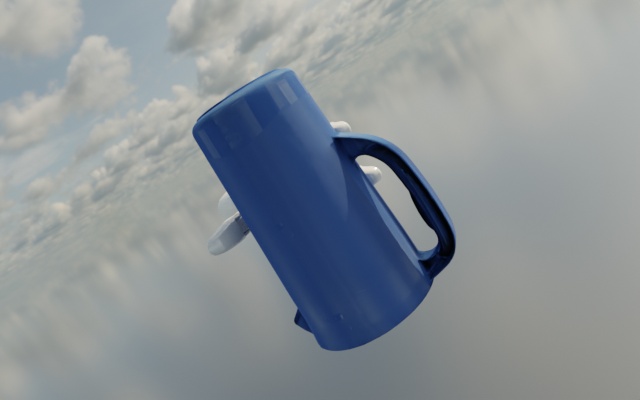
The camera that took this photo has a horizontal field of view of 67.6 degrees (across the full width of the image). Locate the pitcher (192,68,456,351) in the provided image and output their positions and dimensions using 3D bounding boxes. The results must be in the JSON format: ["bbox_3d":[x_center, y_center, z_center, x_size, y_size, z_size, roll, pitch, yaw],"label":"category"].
[{"bbox_3d":[0.000,0.002,0.444,0.149,0.243,0.145,-37,11,-21],"label":"pitcher"}]
